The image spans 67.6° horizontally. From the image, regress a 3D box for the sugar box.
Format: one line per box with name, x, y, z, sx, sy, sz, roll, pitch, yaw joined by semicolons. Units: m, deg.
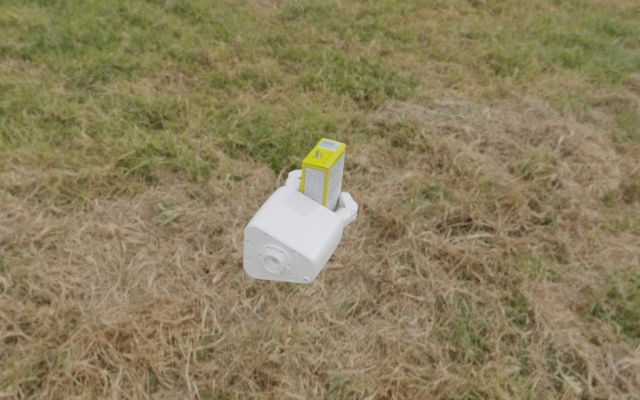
sugar box;0.000;0.002;0.744;0.048;0.176;0.093;16;33;13
